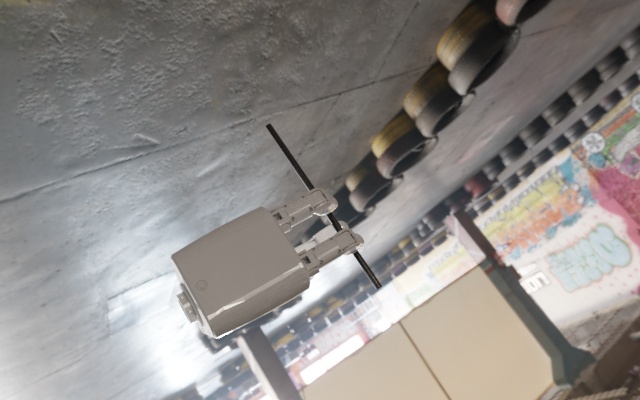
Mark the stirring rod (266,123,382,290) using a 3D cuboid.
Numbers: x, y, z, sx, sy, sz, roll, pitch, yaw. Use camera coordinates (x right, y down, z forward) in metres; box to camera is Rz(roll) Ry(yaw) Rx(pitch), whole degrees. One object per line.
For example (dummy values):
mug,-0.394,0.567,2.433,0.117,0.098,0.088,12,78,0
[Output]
stirring rod,0.000,0.002,0.562,0.011,0.239,0.011,-31,-16,-10
